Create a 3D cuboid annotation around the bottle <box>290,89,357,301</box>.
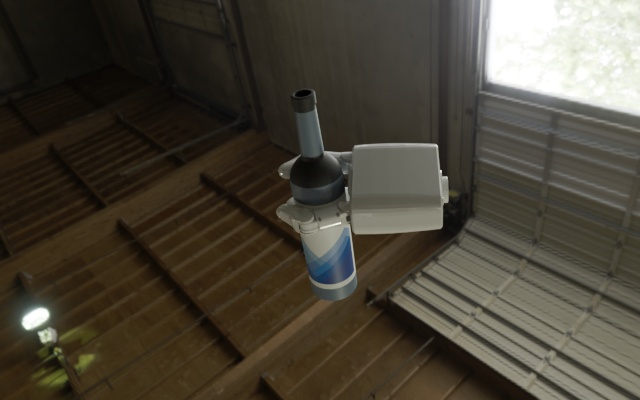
[{"bbox_3d":[0.000,0.002,0.607,0.069,0.296,0.069,-6,35,4],"label":"bottle"}]
